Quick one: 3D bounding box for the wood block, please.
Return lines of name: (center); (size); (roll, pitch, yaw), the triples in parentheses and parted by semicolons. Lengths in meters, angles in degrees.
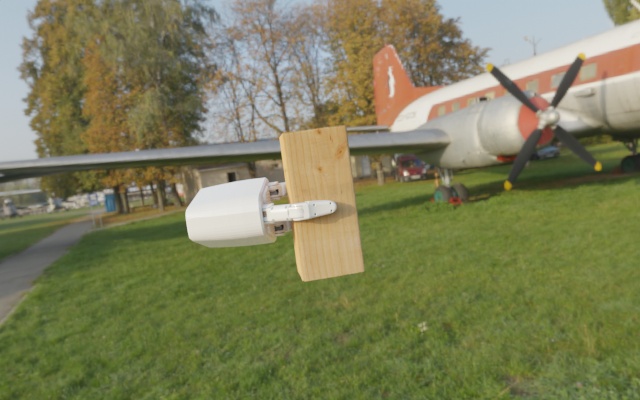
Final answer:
wood block: (0.000, 0.002, 0.695); (0.090, 0.206, 0.091); (-8, 4, -7)
